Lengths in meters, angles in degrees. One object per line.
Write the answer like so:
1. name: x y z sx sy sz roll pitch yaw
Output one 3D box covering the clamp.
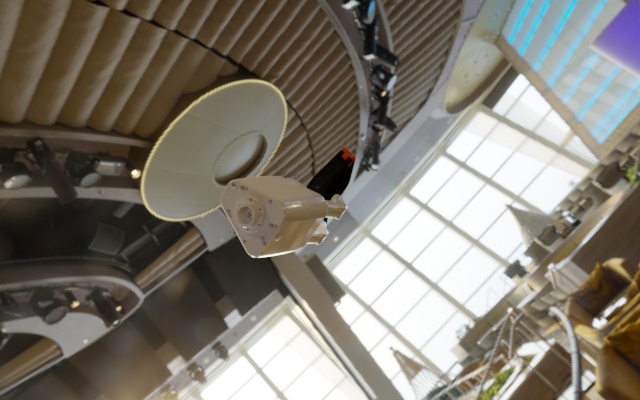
1. clamp: 0.000 0.002 0.806 0.036 0.210 0.164 44 23 21
